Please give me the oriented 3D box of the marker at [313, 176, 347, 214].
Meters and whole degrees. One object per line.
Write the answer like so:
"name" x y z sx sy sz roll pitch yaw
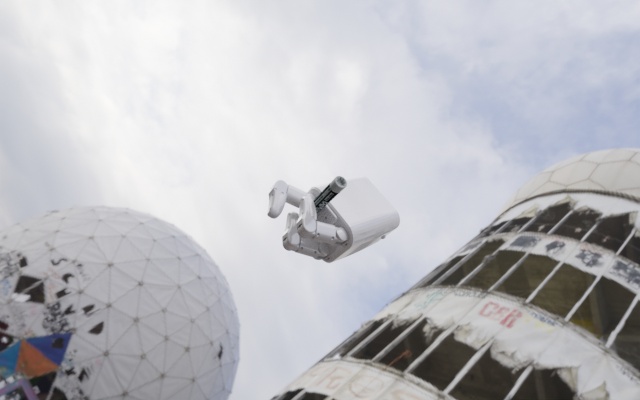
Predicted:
"marker" 0.000 0.002 0.676 0.020 0.020 0.121 0 -27 -30
